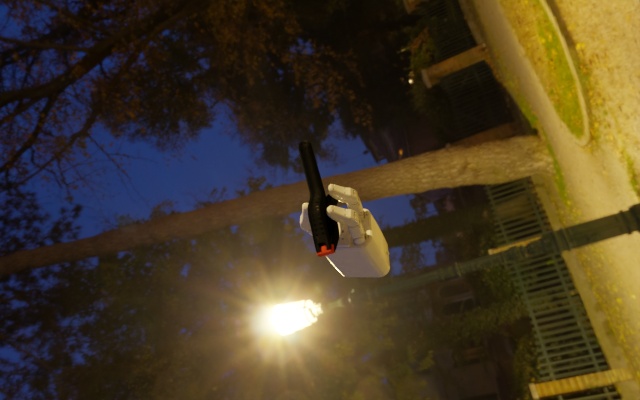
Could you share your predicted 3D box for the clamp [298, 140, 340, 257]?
[{"bbox_3d":[-0.001,0.004,0.858,0.036,0.209,0.165,-18,-48,18],"label":"clamp"}]
